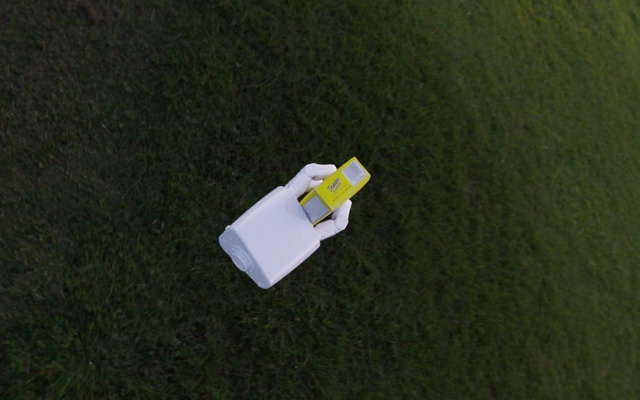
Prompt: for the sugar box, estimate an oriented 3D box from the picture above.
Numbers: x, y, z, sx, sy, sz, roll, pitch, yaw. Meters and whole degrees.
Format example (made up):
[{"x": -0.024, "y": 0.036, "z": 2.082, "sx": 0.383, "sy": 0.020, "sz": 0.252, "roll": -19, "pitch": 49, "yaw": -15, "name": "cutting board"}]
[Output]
[{"x": 0.000, "y": 0.002, "z": 0.757, "sx": 0.093, "sy": 0.048, "sz": 0.176, "roll": -40, "pitch": 2, "yaw": -31, "name": "sugar box"}]
